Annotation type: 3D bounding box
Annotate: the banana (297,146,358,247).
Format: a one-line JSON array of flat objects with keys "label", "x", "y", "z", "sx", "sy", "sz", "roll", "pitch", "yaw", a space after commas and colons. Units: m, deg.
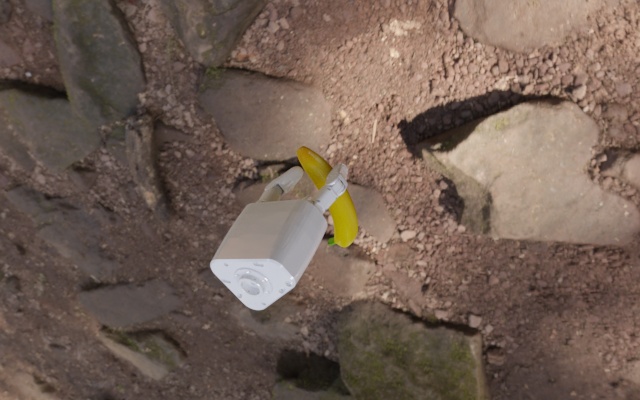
[{"label": "banana", "x": 0.018, "y": 0.006, "z": 0.704, "sx": 0.069, "sy": 0.198, "sz": 0.037, "roll": 5, "pitch": 43, "yaw": 26}]
